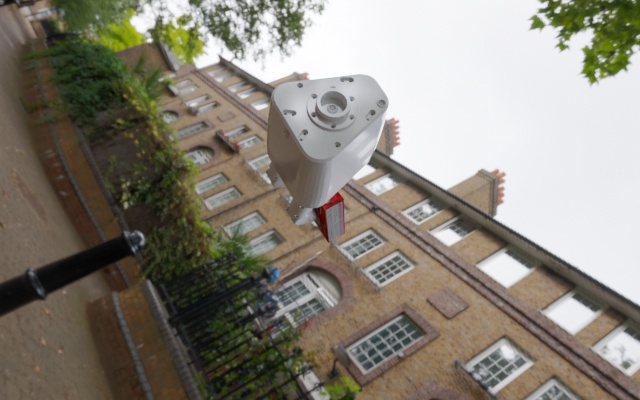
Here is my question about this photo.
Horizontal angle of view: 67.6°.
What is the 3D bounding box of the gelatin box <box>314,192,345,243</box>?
[{"bbox_3d":[0.001,0.002,0.615,0.030,0.073,0.089,-28,-30,-13],"label":"gelatin box"}]
